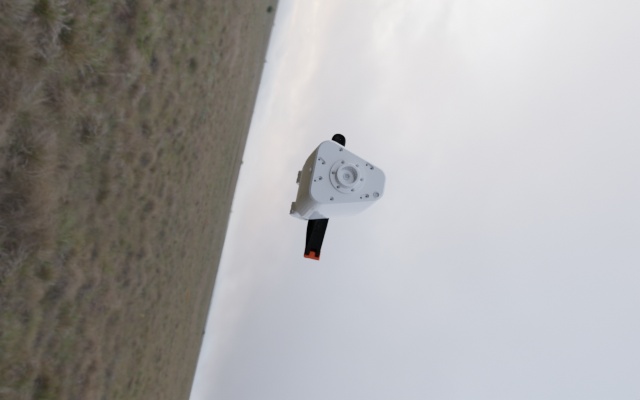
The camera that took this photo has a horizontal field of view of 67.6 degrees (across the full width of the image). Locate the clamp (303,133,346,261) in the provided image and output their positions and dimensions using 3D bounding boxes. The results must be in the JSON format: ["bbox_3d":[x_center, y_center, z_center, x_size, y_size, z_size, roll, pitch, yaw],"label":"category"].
[{"bbox_3d":[0.001,0.003,0.848,0.036,0.210,0.164,13,-13,-7],"label":"clamp"}]
